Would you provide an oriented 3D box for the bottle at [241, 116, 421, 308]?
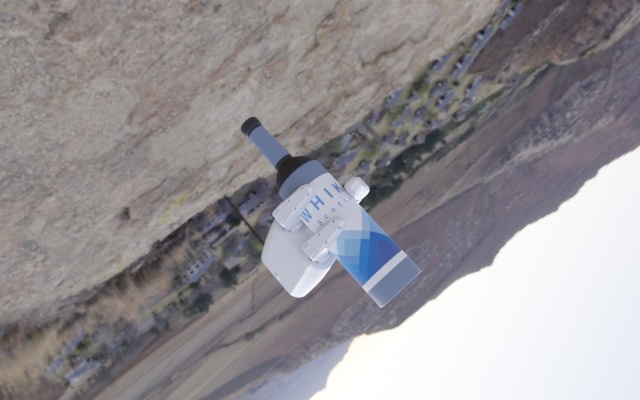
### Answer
[{"bbox_3d":[0.000,0.002,0.608,0.069,0.295,0.069,-40,-14,-12],"label":"bottle"}]
